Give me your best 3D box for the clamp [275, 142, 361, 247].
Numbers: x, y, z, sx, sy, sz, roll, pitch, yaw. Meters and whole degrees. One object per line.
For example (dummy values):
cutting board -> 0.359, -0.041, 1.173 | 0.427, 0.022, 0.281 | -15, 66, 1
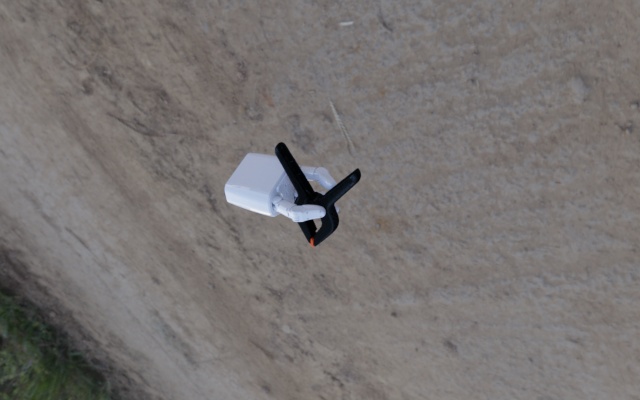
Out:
clamp -> 0.000, 0.004, 0.858 | 0.164, 0.210, 0.036 | 16, 41, 28
